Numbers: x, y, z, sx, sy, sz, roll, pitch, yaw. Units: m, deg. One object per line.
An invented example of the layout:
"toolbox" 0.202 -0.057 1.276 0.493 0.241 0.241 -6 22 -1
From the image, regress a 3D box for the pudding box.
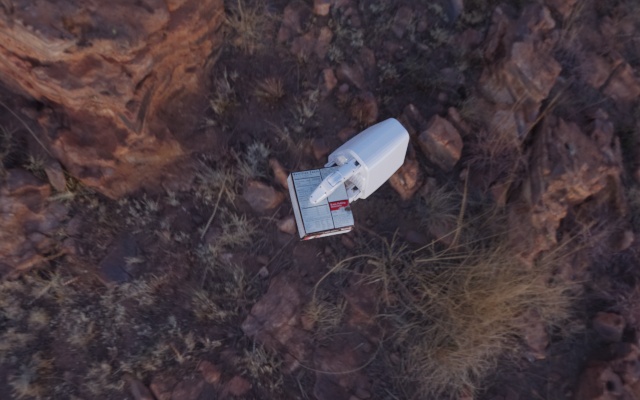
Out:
"pudding box" 0.000 0.003 0.795 0.090 0.113 0.039 -9 -16 -16
